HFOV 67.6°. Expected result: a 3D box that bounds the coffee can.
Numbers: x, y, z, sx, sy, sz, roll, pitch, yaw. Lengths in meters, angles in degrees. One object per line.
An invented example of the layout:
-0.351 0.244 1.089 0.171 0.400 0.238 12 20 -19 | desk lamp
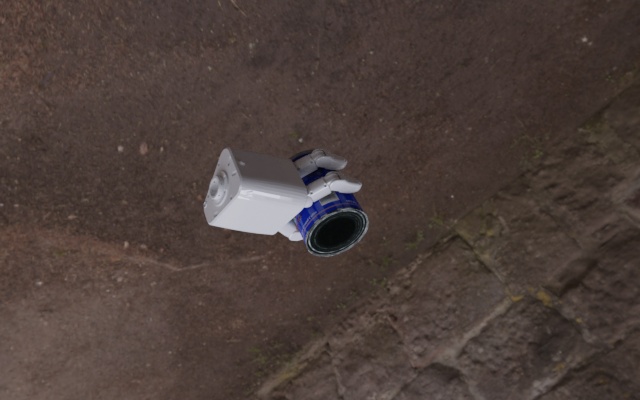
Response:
0.000 0.002 0.753 0.103 0.103 0.140 0 42 -30 | coffee can
